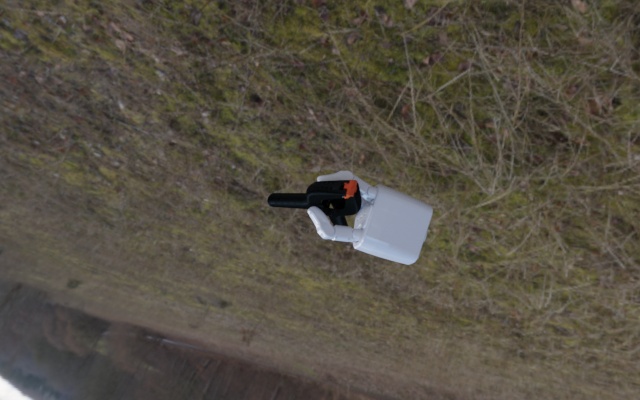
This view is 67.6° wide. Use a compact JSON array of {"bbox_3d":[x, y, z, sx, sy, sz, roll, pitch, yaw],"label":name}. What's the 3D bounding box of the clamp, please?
[{"bbox_3d":[0.000,0.003,0.817,0.164,0.036,0.210,19,-21,-10],"label":"clamp"}]
